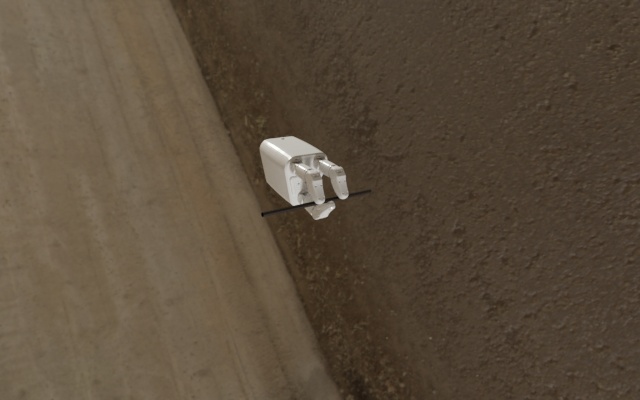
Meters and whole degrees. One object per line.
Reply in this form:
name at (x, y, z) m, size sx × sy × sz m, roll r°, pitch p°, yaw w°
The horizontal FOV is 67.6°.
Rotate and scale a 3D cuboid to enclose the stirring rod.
stirring rod at (0.000, 0.003, 0.858) m, size 0.239 × 0.011 × 0.011 m, roll -12°, pitch 7°, yaw -35°
